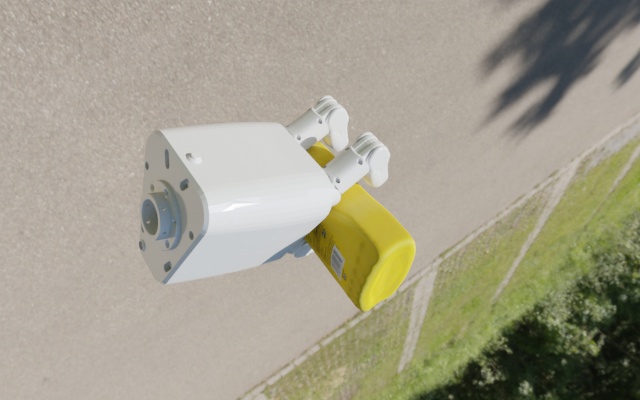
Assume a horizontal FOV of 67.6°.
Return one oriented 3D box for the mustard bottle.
[{"bbox_3d":[0.000,0.001,0.429,0.058,0.191,0.096,-27,-32,-23],"label":"mustard bottle"}]
